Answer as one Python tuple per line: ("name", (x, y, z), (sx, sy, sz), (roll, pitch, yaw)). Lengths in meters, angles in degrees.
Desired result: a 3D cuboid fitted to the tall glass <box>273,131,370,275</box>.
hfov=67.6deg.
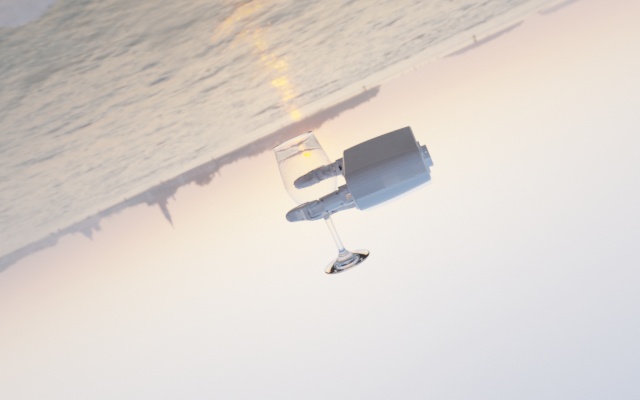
("tall glass", (0.000, 0.003, 0.697), (0.079, 0.201, 0.079), (-24, 10, 4))
